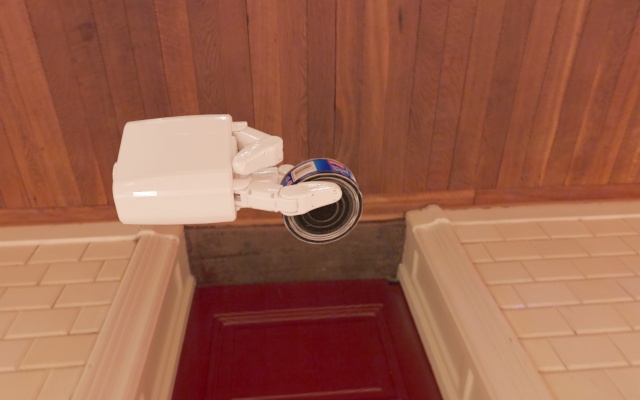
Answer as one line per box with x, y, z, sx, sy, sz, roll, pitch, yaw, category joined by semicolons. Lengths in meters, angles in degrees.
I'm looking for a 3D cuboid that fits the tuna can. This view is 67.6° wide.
0.000;0.002;0.490;0.086;0.086;0.033;0;29;-12;tuna can
